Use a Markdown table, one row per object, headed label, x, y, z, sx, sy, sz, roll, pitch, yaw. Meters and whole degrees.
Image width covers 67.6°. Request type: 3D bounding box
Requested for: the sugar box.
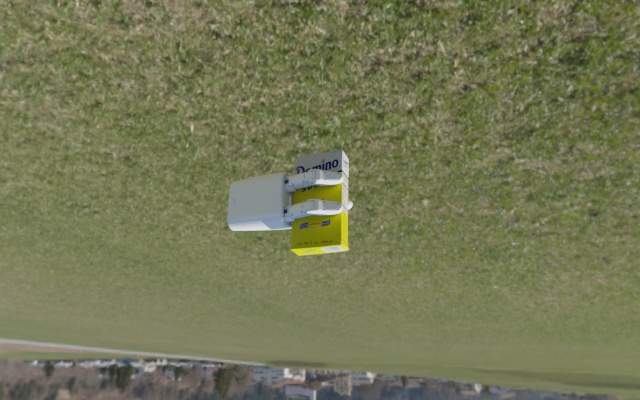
| label | x | y | z | sx | sy | sz | roll | pitch | yaw |
| --- | --- | --- | --- | --- | --- | --- | --- | --- | --- |
| sugar box | 0.000 | 0.003 | 0.827 | 0.093 | 0.176 | 0.048 | -7 | -22 | 18 |
